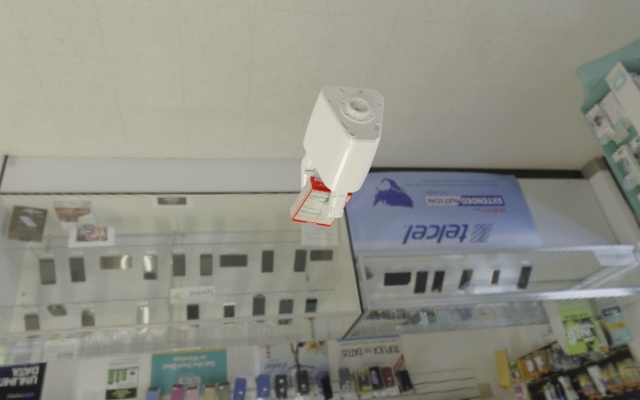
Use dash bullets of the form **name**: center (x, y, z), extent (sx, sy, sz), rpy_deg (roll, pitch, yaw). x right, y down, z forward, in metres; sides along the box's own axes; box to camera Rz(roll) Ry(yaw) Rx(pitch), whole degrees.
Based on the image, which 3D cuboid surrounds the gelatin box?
- **gelatin box**: center (0.000, 0.003, 0.784), extent (0.073, 0.030, 0.089), rpy_deg (10, -44, -25)
